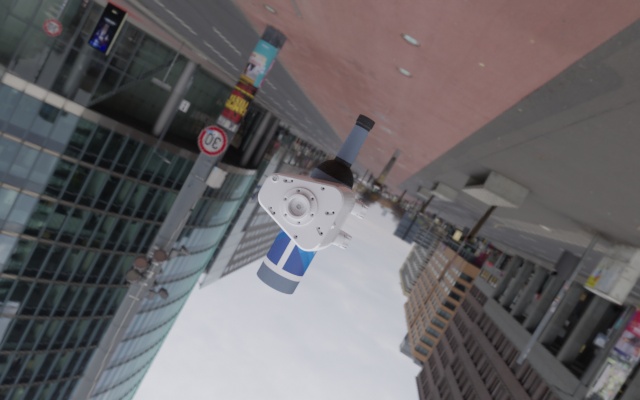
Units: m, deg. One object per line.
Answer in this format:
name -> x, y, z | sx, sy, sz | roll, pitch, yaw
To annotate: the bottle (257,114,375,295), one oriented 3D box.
bottle -> 0.000, 0.003, 0.740 | 0.069, 0.296, 0.069 | 29, 5, -2
